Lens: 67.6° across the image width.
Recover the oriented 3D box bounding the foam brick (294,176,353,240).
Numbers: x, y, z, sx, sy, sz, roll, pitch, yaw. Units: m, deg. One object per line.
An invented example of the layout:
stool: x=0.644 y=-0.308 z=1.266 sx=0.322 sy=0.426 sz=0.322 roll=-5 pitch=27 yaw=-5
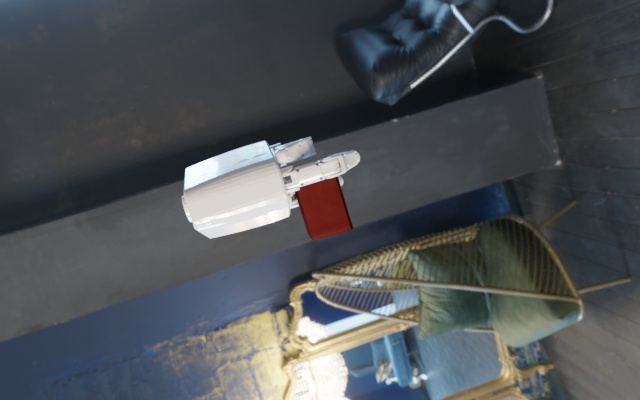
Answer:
foam brick: x=0.000 y=0.002 z=0.576 sx=0.051 sy=0.078 sz=0.053 roll=-18 pitch=8 yaw=-7
